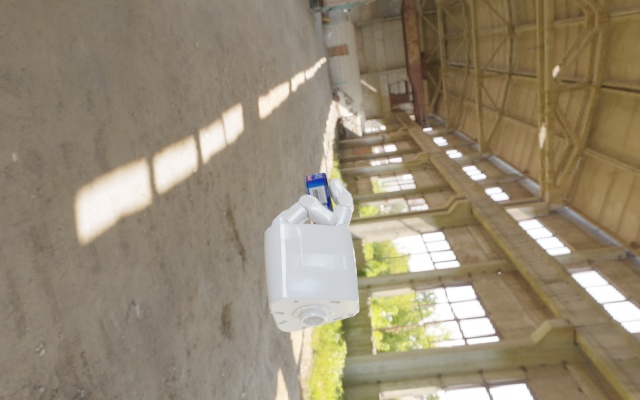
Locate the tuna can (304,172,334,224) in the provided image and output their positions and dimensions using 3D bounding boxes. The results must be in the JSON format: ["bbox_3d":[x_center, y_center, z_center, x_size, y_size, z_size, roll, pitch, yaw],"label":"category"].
[{"bbox_3d":[0.001,0.002,0.706,0.034,0.086,0.086,-12,0,2],"label":"tuna can"}]
